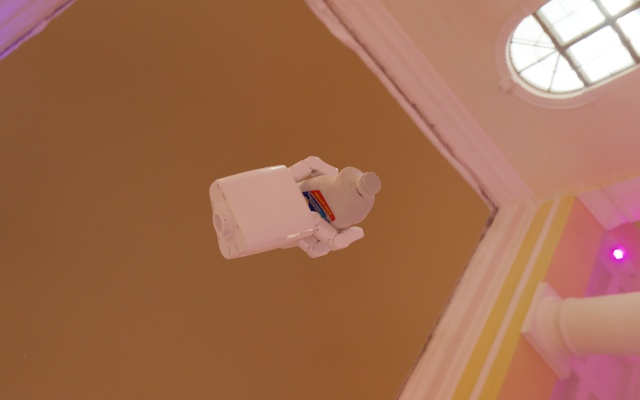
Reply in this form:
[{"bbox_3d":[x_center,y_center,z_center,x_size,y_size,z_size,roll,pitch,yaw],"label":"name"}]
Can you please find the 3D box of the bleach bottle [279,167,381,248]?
[{"bbox_3d":[0.000,0.002,0.720,0.068,0.102,0.251,-16,-7,-35],"label":"bleach bottle"}]
